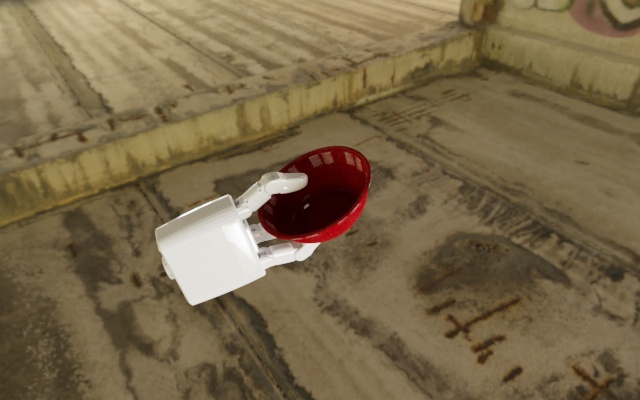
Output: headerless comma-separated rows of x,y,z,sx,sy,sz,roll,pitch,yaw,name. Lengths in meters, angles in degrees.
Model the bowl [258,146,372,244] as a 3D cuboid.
0.001,0.002,0.633,0.162,0.162,0.055,0,-40,33,bowl
